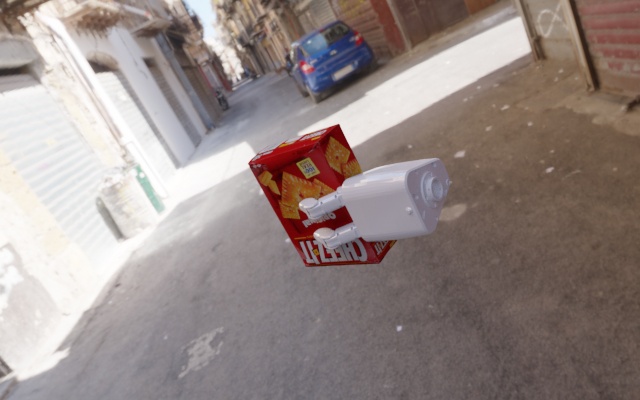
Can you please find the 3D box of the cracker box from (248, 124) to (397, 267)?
[{"bbox_3d":[0.000,0.002,0.757,0.164,0.214,0.072,-9,25,43],"label":"cracker box"}]
